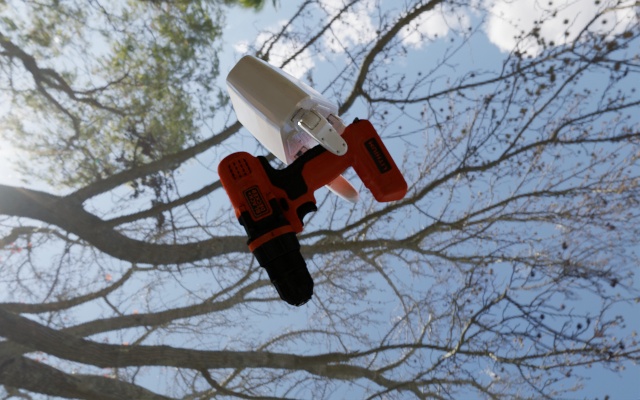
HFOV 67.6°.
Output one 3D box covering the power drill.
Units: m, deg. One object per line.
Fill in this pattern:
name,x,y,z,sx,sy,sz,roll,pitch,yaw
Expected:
power drill,0.000,0.001,0.538,0.187,0.184,0.057,-25,-10,-15
